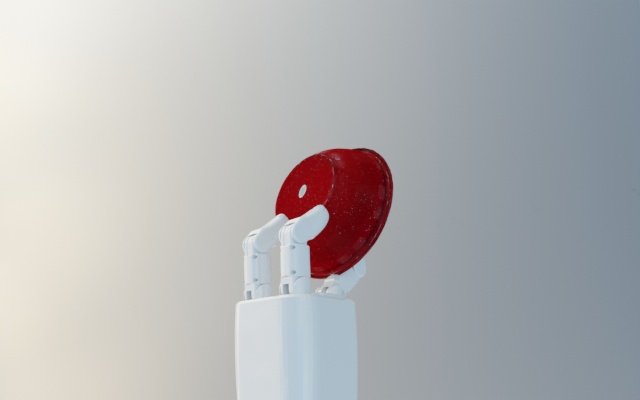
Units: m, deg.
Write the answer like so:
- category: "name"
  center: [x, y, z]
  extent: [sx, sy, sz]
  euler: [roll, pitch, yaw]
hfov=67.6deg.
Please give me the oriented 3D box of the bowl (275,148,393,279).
- category: "bowl"
  center: [0.000, 0.000, 0.528]
  extent: [0.055, 0.162, 0.162]
  euler: [31, -19, -36]
